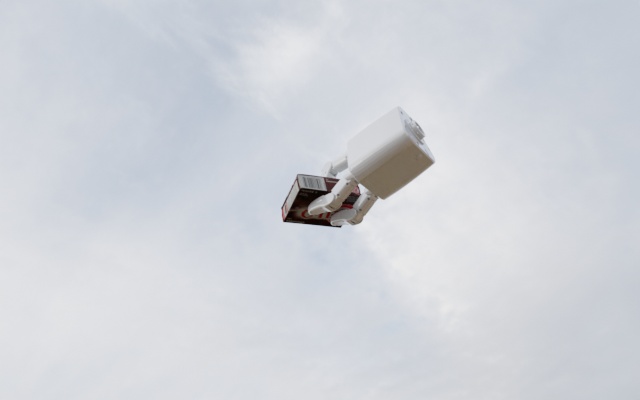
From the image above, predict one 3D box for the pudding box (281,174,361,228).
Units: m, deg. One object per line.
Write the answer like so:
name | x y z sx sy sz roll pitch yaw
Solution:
pudding box | 0.000 0.002 0.808 0.113 0.039 0.090 8 -45 -21
